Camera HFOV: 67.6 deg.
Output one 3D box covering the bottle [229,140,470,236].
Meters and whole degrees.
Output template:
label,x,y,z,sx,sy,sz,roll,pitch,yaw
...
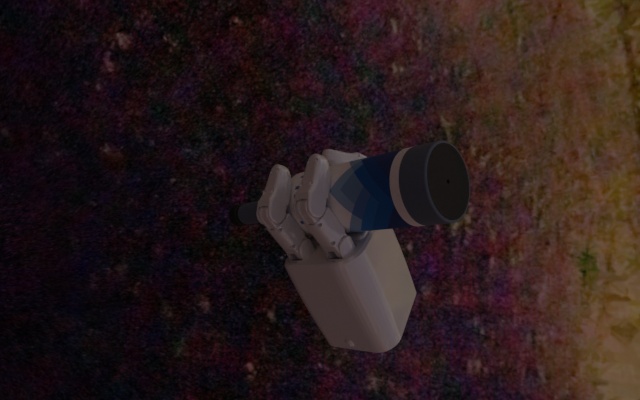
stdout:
label,x,y,z,sx,sy,sz,roll,pitch,yaw
bottle,0.000,0.001,0.482,0.069,0.069,0.296,0,-7,-44
